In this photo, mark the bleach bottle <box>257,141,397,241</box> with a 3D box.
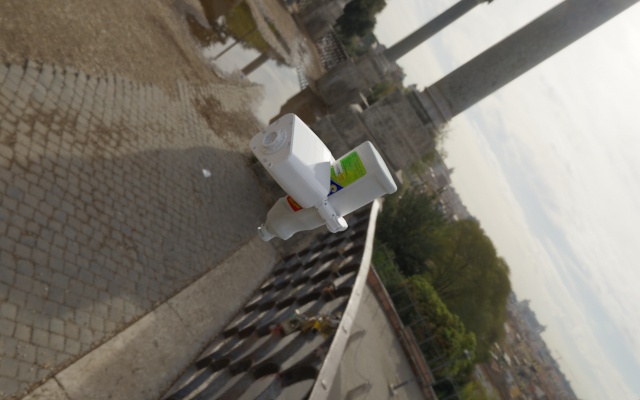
[{"bbox_3d":[0.000,0.003,0.825,0.251,0.102,0.068,-32,-47,14],"label":"bleach bottle"}]
